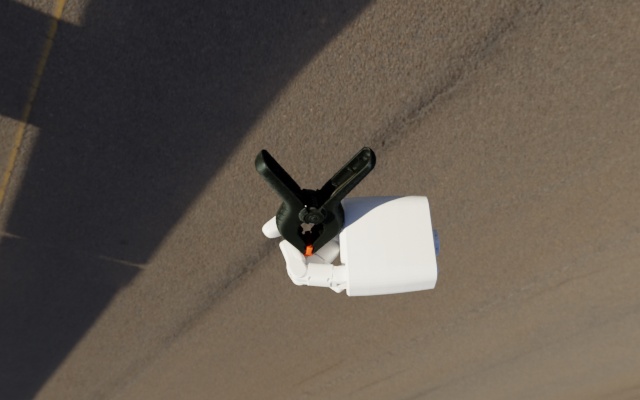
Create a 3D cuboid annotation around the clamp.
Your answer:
[{"bbox_3d":[0.000,0.002,0.525,0.120,0.039,0.172,-3,-37,2],"label":"clamp"}]
